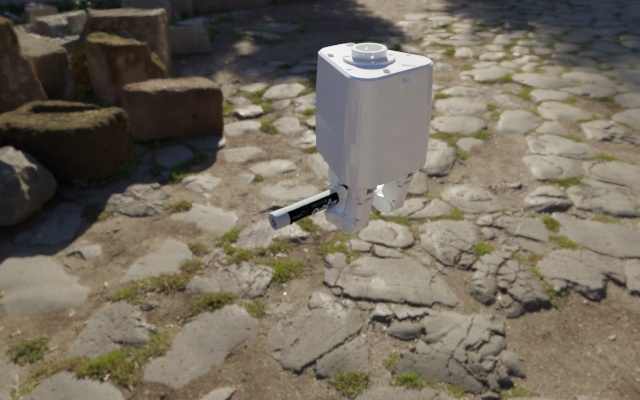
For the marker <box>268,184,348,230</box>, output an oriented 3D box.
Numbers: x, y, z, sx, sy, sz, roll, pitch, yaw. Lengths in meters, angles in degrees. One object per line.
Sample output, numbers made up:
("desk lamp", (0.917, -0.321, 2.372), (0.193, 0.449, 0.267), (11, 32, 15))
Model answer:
("marker", (0.000, 0.002, 0.511), (0.121, 0.020, 0.020), (-22, 12, -30))
